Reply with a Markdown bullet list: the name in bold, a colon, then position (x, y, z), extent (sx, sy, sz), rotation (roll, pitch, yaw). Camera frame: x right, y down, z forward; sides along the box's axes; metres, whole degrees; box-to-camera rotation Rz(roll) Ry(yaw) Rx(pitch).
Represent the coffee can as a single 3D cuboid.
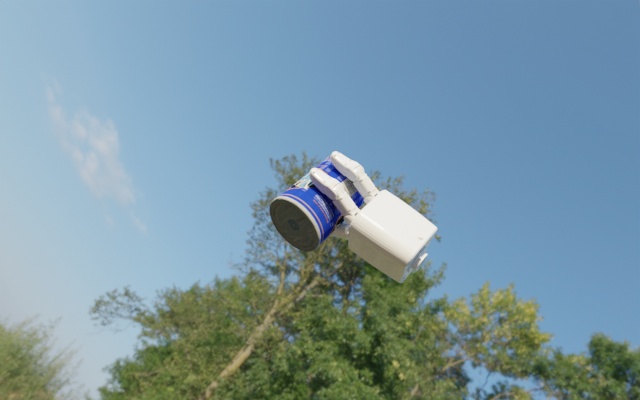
- **coffee can**: position (0.000, 0.003, 0.790), extent (0.103, 0.103, 0.140), rotation (0, 32, 48)
